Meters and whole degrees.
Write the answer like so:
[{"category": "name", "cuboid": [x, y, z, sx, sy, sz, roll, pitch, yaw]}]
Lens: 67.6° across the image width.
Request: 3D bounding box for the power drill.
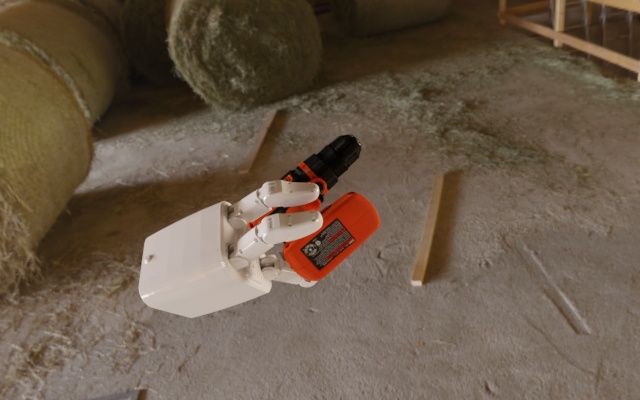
[{"category": "power drill", "cuboid": [0.000, 0.002, 0.568, 0.057, 0.184, 0.187, 47, 0, -24]}]
